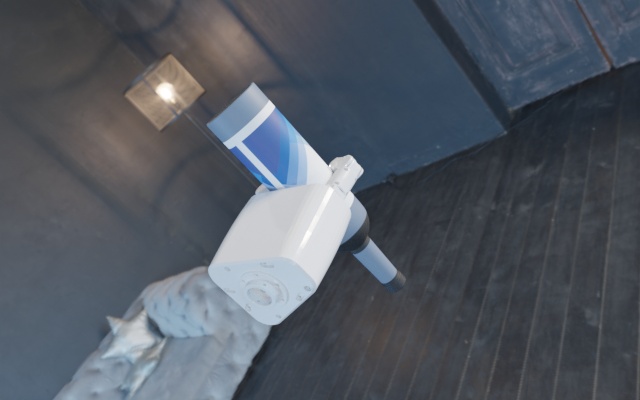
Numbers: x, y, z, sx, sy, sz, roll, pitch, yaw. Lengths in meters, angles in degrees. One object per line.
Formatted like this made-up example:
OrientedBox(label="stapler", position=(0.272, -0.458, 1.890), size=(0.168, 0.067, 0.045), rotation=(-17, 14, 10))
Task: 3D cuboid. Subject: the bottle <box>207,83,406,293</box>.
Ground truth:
OrientedBox(label="bottle", position=(0.000, 0.002, 0.543), size=(0.296, 0.069, 0.069), rotation=(47, -19, -19))
